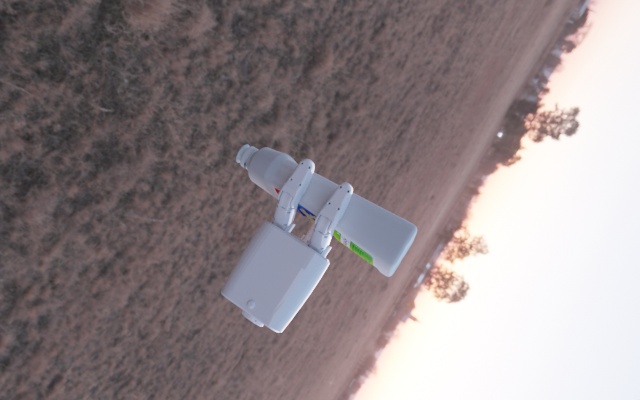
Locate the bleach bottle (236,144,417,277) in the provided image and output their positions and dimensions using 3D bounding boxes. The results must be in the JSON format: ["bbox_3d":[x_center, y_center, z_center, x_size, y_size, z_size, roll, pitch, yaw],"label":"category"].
[{"bbox_3d":[0.000,0.002,0.621,0.251,0.068,0.102,31,-10,14],"label":"bleach bottle"}]
